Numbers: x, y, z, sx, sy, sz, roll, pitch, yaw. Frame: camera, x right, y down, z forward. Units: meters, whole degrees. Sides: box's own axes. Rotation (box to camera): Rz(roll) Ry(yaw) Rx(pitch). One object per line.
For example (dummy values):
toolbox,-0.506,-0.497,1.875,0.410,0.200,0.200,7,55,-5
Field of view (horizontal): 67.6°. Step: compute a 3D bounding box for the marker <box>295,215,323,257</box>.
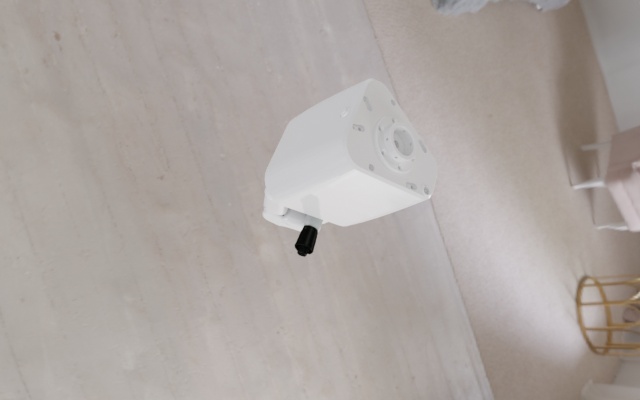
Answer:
marker,0.000,0.002,0.479,0.020,0.121,0.020,15,-30,9
